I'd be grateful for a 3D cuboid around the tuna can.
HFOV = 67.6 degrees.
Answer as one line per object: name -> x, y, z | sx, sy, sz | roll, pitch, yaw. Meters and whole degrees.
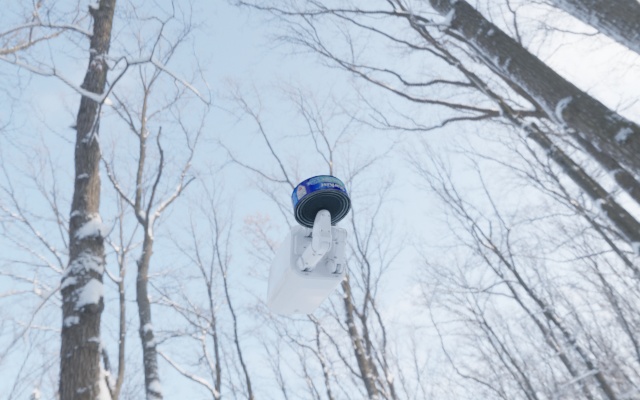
tuna can -> 0.000, 0.002, 0.706 | 0.086, 0.033, 0.086 | -9, -40, -8
